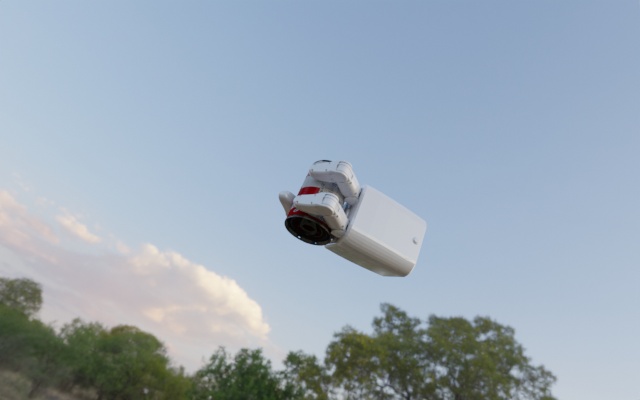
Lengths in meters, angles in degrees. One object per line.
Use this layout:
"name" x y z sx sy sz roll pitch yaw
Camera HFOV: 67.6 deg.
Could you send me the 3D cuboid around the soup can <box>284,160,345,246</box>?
"soup can" 0.000 0.002 0.666 0.068 0.102 0.068 17 -31 11
